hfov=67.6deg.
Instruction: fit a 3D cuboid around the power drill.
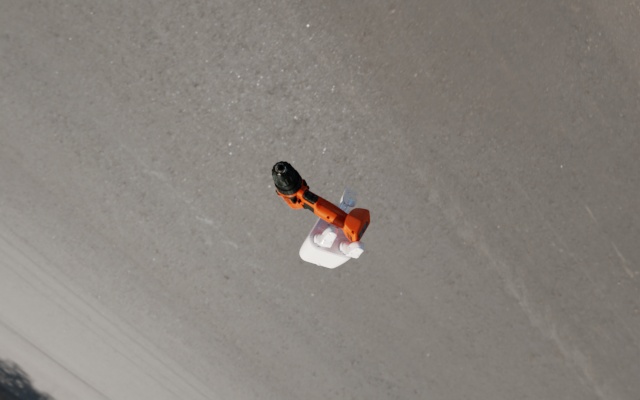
[{"bbox_3d":[0.001,0.003,0.887,0.187,0.057,0.184,31,-9,15],"label":"power drill"}]
